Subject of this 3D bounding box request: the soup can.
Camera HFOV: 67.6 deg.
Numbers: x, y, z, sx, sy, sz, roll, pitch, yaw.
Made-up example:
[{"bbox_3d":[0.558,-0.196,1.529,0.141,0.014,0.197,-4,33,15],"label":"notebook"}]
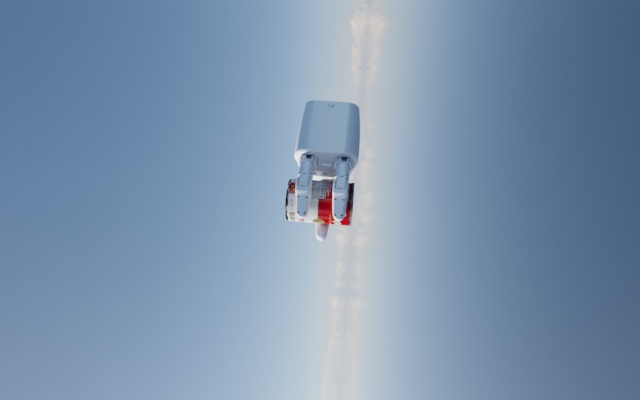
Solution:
[{"bbox_3d":[0.000,0.003,0.744,0.102,0.068,0.068,4,0,4],"label":"soup can"}]
